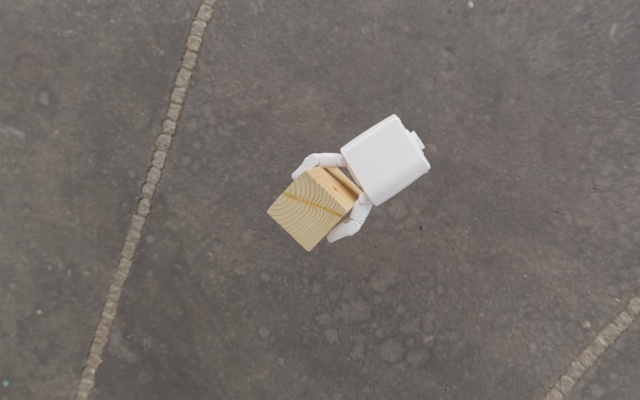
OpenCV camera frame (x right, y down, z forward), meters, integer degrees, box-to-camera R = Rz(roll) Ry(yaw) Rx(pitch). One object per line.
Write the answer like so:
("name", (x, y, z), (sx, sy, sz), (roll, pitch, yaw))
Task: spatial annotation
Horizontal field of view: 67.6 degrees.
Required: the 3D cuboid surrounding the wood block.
("wood block", (0.000, 0.002, 0.803), (0.091, 0.090, 0.206), (44, 14, 3))
